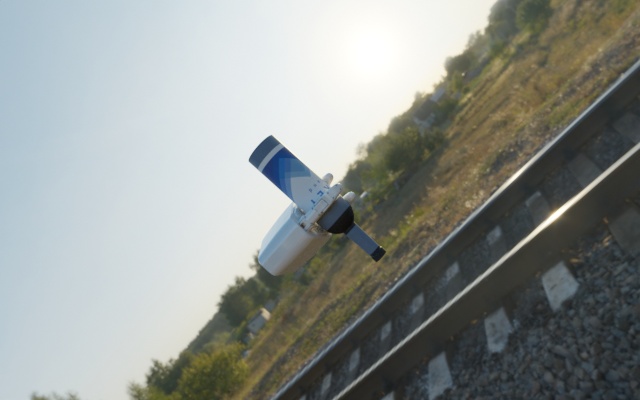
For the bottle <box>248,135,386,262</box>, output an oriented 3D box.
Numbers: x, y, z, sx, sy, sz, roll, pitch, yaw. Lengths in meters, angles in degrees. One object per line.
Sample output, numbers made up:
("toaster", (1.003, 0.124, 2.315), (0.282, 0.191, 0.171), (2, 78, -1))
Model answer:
("bottle", (0.000, 0.003, 0.863), (0.295, 0.069, 0.069), (42, 2, 2))
